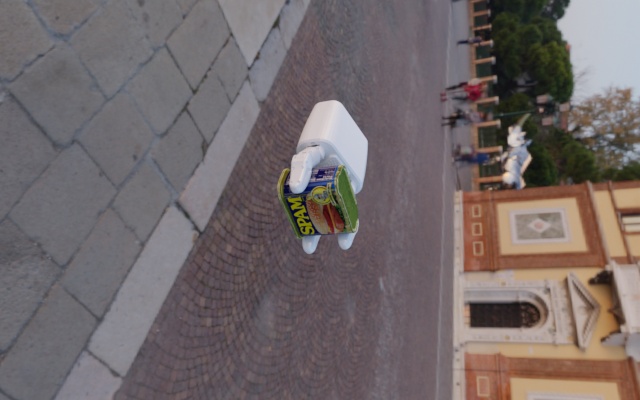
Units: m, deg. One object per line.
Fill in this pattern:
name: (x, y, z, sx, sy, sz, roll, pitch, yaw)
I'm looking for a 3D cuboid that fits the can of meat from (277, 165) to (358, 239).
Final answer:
can of meat: (0.000, 0.002, 0.650, 0.084, 0.102, 0.057, -5, 39, 19)
